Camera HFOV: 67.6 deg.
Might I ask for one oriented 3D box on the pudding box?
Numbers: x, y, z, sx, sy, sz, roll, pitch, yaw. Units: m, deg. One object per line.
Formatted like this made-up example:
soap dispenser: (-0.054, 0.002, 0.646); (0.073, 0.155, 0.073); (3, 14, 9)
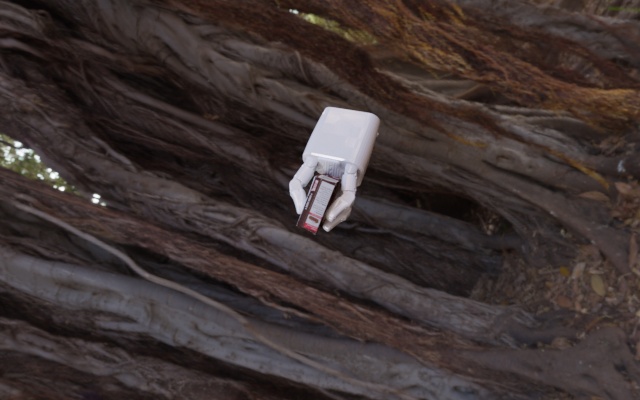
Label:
pudding box: (0.000, 0.003, 0.801); (0.039, 0.090, 0.113); (22, 7, 7)
